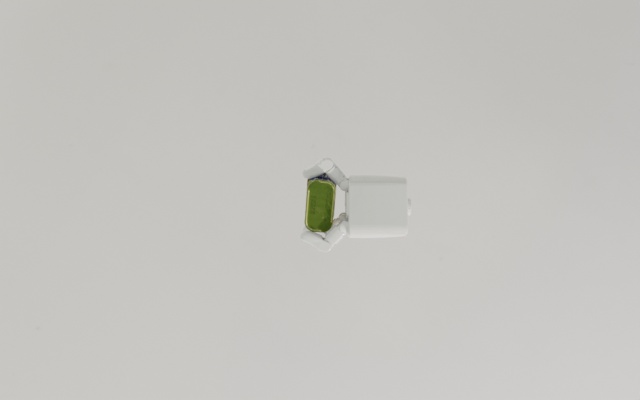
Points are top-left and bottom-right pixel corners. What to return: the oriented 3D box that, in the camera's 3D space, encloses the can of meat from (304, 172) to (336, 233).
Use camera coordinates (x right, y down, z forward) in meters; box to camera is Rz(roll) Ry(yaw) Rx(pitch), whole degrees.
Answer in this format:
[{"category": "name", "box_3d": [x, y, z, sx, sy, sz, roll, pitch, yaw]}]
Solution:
[{"category": "can of meat", "box_3d": [0.000, 0.003, 0.889, 0.057, 0.102, 0.084, 4, 12, 0]}]
